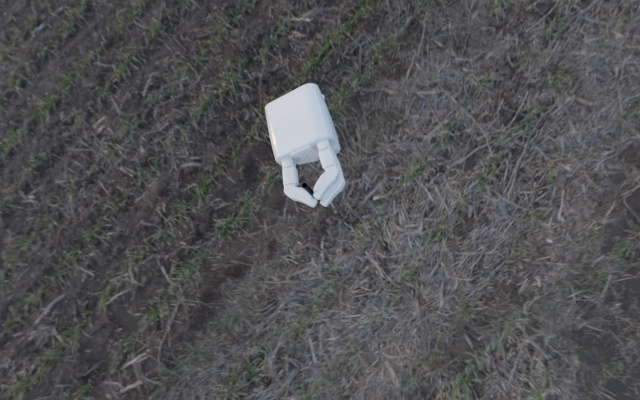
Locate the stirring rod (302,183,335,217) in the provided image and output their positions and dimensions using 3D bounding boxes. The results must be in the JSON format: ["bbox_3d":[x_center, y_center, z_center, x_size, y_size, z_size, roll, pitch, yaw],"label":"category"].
[{"bbox_3d":[0.000,0.003,0.839,0.011,0.011,0.239,0,-12,12],"label":"stirring rod"}]
